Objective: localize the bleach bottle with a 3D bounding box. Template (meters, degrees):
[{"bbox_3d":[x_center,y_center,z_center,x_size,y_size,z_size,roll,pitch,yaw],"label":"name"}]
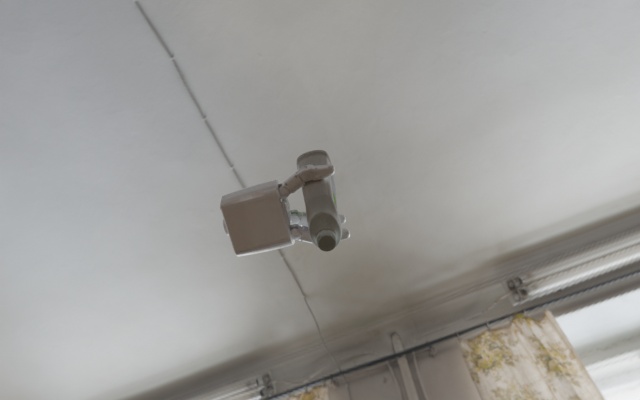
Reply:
[{"bbox_3d":[0.000,0.003,0.832,0.068,0.103,0.250,-15,27,3],"label":"bleach bottle"}]
